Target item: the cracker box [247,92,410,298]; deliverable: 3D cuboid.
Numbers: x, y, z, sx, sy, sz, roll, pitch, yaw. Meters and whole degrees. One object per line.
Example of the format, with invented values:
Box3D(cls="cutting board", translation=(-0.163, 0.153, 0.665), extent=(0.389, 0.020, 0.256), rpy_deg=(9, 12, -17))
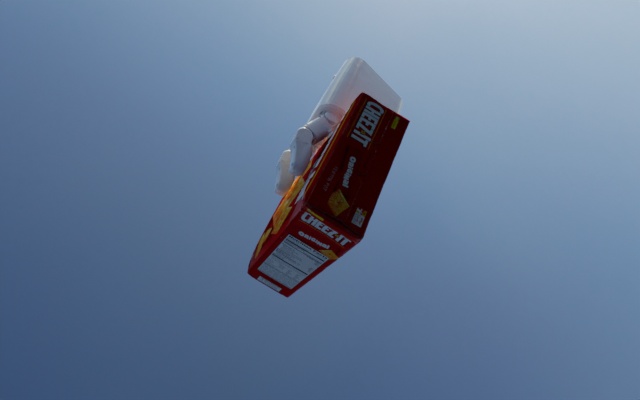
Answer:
Box3D(cls="cracker box", translation=(0.000, 0.002, 0.553), extent=(0.072, 0.164, 0.214), rpy_deg=(30, -33, -7))
